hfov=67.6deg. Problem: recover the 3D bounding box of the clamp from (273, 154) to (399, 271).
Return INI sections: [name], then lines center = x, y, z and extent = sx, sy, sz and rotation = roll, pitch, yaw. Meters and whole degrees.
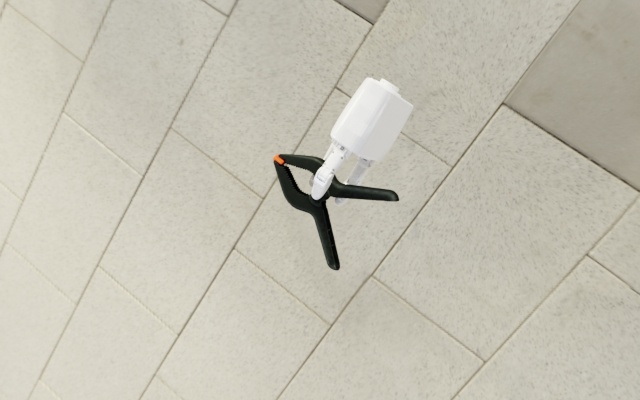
[clamp]
center = 0.000, 0.002, 0.784
extent = 0.210, 0.164, 0.036
rotation = 35, 13, 11
